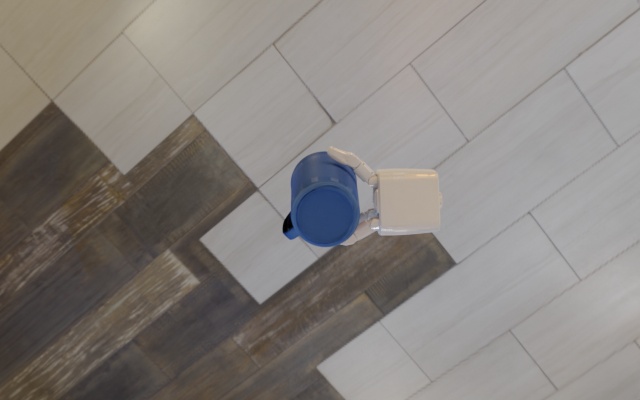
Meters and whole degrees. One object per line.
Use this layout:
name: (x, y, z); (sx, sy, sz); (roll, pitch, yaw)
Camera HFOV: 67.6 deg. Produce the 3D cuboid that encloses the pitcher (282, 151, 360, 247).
pitcher: (0.000, 0.003, 0.846); (0.145, 0.149, 0.242); (1, 14, 0)
